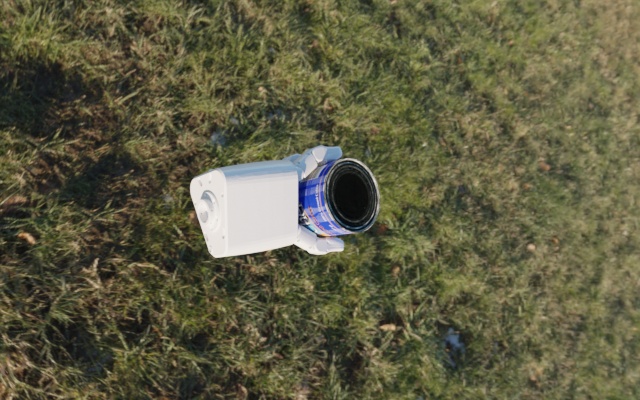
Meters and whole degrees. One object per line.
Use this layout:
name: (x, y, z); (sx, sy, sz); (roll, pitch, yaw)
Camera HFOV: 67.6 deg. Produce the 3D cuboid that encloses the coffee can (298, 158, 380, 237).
coffee can: (0.000, 0.002, 0.689); (0.103, 0.103, 0.140); (0, -8, -40)
